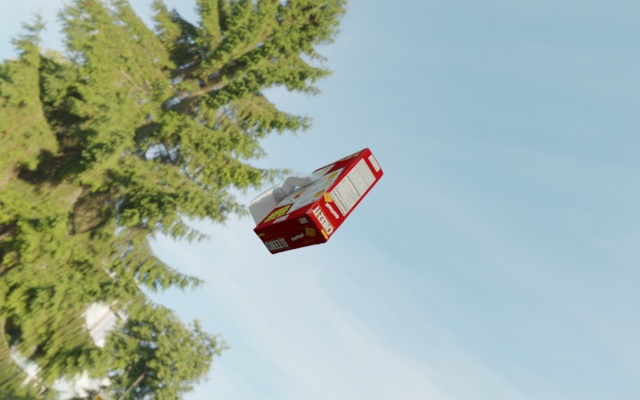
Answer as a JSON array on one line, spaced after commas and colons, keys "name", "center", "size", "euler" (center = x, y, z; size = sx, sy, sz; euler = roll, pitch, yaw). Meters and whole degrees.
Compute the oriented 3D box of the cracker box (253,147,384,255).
[{"name": "cracker box", "center": [0.000, 0.003, 0.892], "size": [0.164, 0.072, 0.213], "euler": [-19, 22, 48]}]
